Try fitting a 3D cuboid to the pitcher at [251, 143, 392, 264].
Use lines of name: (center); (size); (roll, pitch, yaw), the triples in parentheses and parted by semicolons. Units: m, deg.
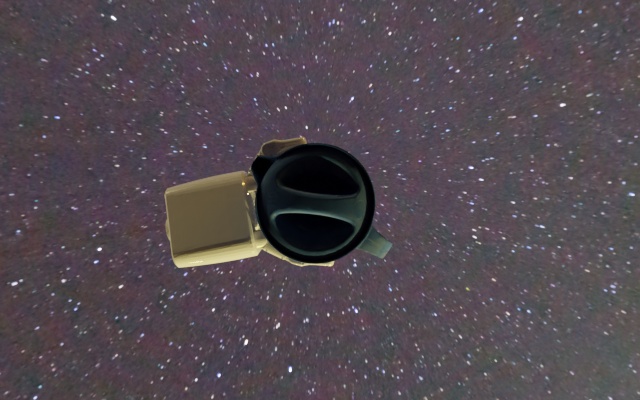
pitcher: (0.000, 0.002, 0.635); (0.145, 0.149, 0.243); (-12, 4, 0)
